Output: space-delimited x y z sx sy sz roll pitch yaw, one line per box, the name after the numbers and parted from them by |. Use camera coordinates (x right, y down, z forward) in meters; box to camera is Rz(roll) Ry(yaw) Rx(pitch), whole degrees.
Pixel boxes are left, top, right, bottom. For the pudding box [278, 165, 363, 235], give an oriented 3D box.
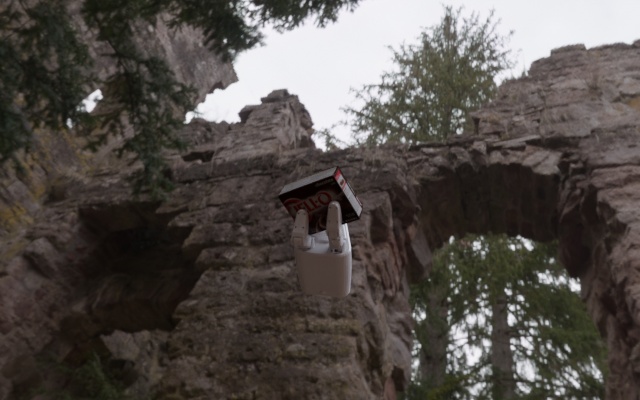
0.000 0.003 0.783 0.113 0.090 0.039 -21 27 27 | pudding box
